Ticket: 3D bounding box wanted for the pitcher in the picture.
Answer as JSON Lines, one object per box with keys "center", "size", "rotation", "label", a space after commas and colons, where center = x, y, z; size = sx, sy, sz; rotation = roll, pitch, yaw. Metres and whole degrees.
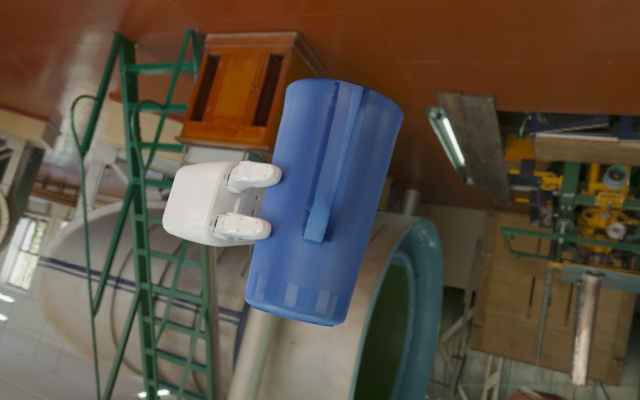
{"center": [0.000, 0.002, 0.503], "size": [0.145, 0.242, 0.149], "rotation": [5, -13, 41], "label": "pitcher"}
